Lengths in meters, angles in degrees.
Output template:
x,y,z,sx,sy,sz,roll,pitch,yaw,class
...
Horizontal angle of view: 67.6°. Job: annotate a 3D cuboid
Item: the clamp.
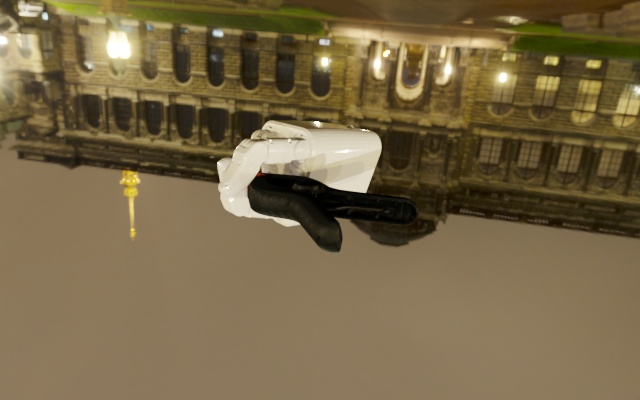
x,y,z,sx,sy,sz,roll,pitch,yaw,class
0.000,0.002,0.439,0.120,0.039,0.171,-3,19,-41,clamp
